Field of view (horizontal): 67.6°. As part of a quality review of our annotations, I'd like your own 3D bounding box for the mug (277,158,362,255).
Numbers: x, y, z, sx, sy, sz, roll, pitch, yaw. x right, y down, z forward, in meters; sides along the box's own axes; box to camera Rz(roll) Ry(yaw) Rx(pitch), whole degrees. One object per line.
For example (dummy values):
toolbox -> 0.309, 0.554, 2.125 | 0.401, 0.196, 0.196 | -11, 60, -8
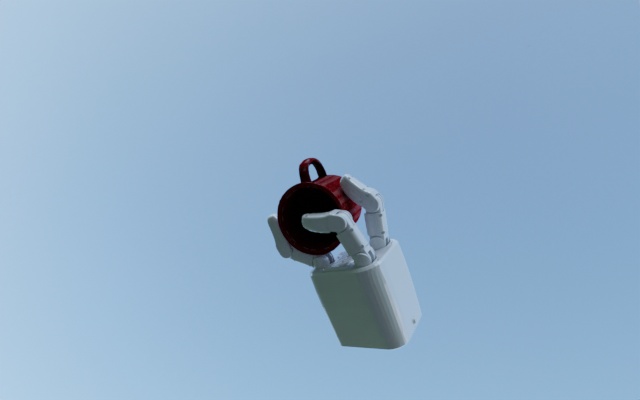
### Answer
mug -> 0.000, 0.001, 0.613 | 0.093, 0.117, 0.081 | -14, 9, 27
